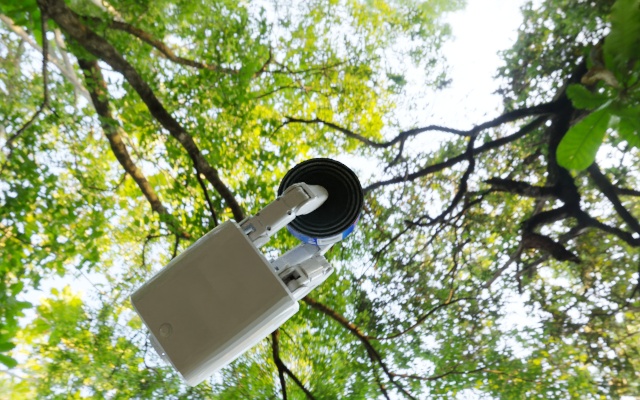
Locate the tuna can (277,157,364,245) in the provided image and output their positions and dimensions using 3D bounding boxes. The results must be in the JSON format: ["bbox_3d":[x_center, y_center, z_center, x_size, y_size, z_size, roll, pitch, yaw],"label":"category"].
[{"bbox_3d":[0.000,0.002,0.485,0.086,0.086,0.034,0,-20,1],"label":"tuna can"}]
